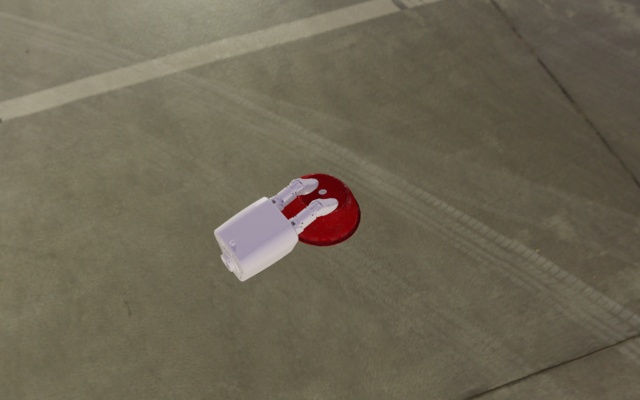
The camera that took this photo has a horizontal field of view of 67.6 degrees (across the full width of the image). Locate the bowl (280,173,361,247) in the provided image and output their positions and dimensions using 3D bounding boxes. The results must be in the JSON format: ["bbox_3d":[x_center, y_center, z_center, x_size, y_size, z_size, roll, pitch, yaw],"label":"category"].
[{"bbox_3d":[0.001,0.002,0.877,0.162,0.162,0.055,0,-39,-11],"label":"bowl"}]
